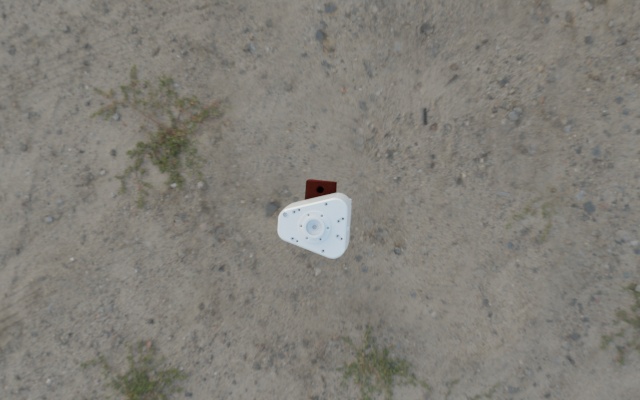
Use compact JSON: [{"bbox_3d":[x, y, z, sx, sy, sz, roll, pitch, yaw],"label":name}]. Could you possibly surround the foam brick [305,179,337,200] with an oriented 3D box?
[{"bbox_3d":[0.000,0.002,0.841,0.053,0.078,0.051,4,3,5],"label":"foam brick"}]
